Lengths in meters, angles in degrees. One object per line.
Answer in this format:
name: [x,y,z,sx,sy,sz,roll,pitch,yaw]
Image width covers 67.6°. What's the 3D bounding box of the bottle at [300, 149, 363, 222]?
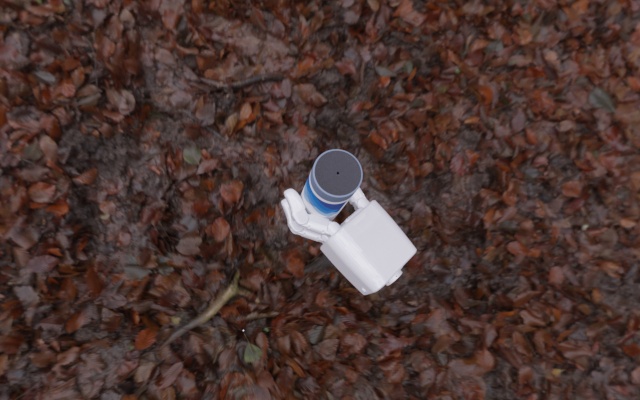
bottle: [0.000,0.002,0.758,0.069,0.069,0.296,0,-15,-9]
